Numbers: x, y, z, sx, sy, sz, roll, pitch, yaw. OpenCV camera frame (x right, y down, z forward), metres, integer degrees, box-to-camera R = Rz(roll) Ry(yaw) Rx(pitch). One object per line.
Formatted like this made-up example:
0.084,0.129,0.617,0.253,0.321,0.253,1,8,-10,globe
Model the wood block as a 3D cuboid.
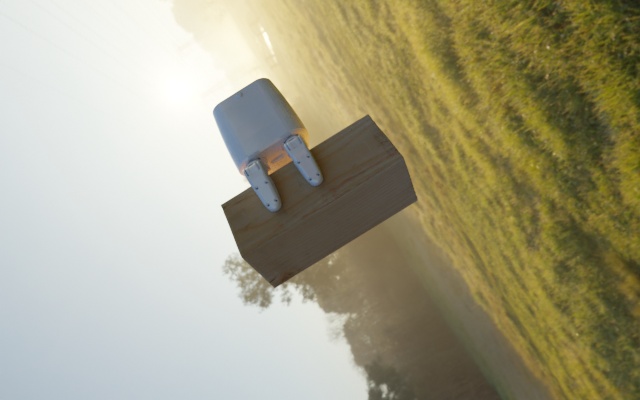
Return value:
0.000,0.002,0.575,0.206,0.090,0.091,-32,-38,1,wood block
